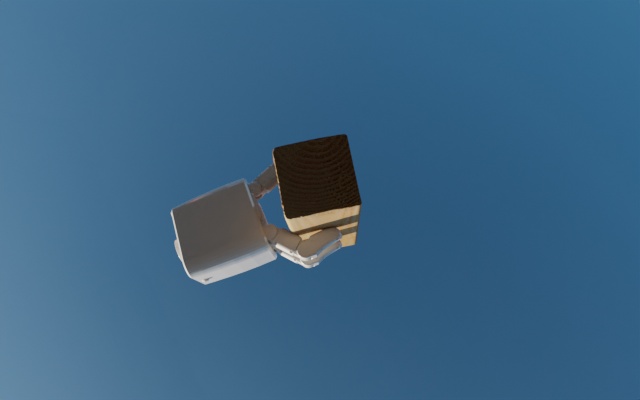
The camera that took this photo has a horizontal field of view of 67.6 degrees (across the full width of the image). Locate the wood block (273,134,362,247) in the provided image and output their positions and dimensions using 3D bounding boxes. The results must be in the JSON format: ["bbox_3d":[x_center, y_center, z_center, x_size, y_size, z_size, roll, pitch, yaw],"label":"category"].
[{"bbox_3d":[0.000,0.002,0.635,0.090,0.090,0.206,-11,-17,-1],"label":"wood block"}]
